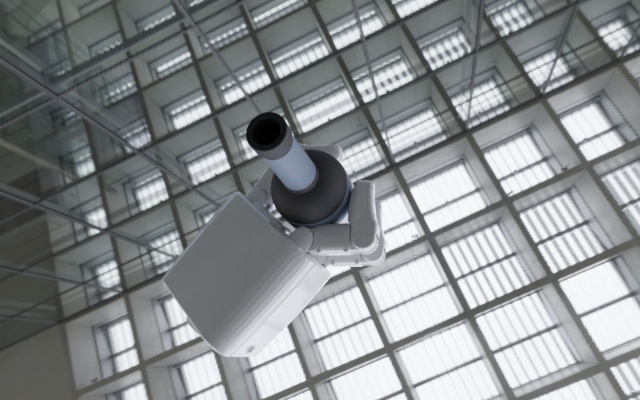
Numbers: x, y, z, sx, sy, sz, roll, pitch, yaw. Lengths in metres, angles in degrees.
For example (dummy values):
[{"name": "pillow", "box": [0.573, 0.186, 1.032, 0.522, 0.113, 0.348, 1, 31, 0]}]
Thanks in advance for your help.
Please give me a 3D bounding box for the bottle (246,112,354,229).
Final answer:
[{"name": "bottle", "box": [0.000, 0.001, 0.432, 0.069, 0.069, 0.296, 0, -18, 14]}]
